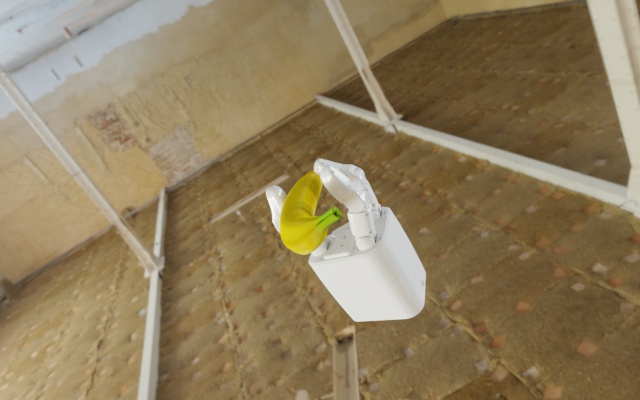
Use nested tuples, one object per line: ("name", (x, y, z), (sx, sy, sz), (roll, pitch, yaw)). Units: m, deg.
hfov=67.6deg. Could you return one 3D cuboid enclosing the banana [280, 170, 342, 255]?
("banana", (-0.015, 0.014, 0.511), (0.069, 0.037, 0.197), (-37, 16, 4))
